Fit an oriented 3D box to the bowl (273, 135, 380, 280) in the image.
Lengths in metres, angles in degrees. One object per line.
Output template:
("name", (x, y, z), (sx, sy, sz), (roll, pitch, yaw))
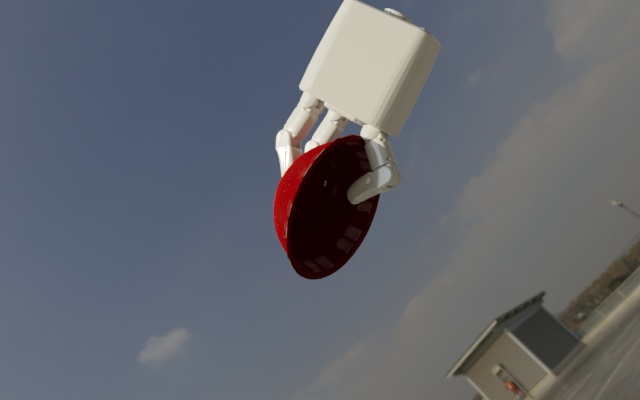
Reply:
("bowl", (-0.001, 0.003, 0.521), (0.055, 0.162, 0.162), (22, 12, 34))
